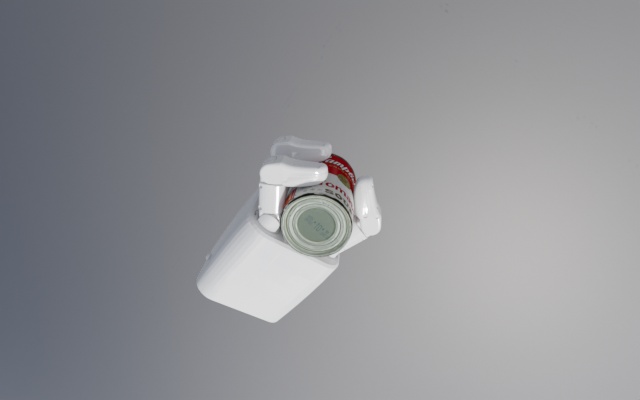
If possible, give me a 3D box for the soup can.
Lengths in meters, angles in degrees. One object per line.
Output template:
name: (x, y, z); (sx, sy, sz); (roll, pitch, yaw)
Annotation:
soup can: (0.000, 0.001, 0.473); (0.068, 0.068, 0.102); (0, 27, 6)
